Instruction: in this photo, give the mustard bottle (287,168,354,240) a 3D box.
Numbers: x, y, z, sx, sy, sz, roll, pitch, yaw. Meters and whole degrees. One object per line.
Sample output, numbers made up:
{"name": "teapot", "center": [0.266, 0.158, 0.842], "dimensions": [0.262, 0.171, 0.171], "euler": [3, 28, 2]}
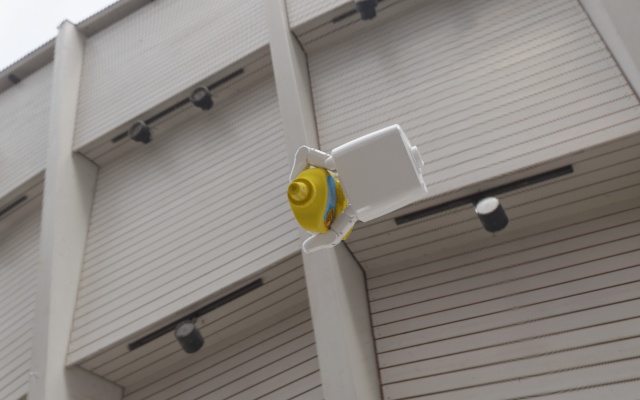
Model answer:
{"name": "mustard bottle", "center": [0.000, 0.002, 0.726], "dimensions": [0.058, 0.096, 0.192], "euler": [3, -10, 22]}
